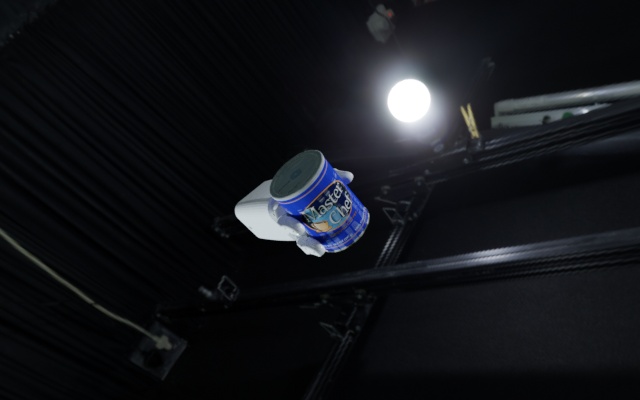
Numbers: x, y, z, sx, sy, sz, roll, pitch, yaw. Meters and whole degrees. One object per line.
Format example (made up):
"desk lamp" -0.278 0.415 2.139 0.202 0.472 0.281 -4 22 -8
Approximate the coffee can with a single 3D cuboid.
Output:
"coffee can" 0.000 0.002 0.775 0.103 0.102 0.140 0 -40 48
